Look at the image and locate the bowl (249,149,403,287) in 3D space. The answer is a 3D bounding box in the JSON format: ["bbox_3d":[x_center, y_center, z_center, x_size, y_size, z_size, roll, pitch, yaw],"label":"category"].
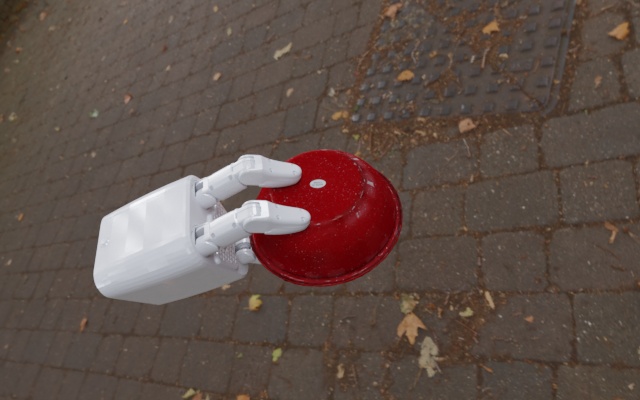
[{"bbox_3d":[0.001,0.001,0.475,0.162,0.162,0.055,0,-37,10],"label":"bowl"}]
